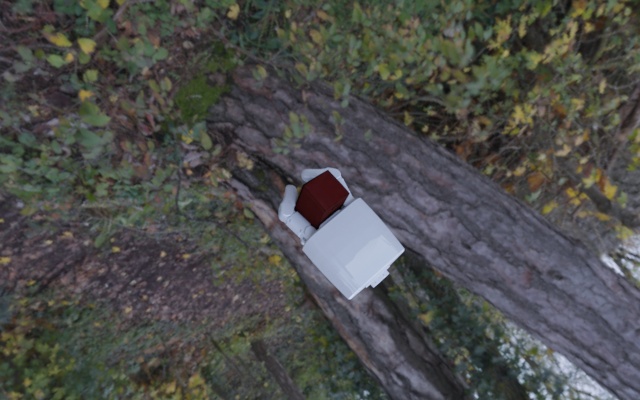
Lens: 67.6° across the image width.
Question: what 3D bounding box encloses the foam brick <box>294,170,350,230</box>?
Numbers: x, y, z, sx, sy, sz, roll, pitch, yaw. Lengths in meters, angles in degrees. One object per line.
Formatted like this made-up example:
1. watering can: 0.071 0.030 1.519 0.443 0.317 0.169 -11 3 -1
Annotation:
1. foam brick: 0.000 0.002 0.716 0.053 0.051 0.078 -34 -15 -29
